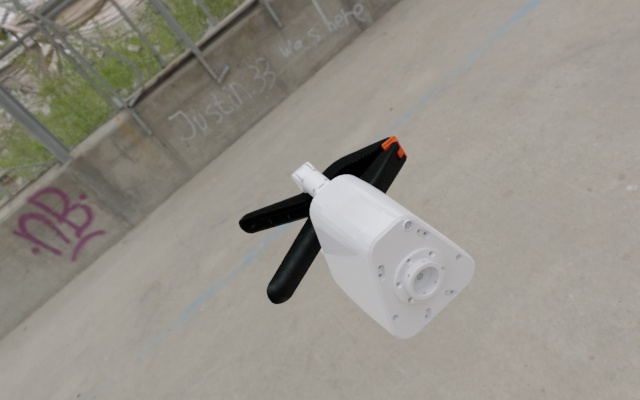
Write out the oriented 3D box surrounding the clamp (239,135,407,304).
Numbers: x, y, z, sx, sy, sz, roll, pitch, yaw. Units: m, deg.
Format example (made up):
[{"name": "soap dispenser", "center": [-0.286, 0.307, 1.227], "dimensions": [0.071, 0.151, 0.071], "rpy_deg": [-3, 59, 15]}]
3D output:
[{"name": "clamp", "center": [0.000, 0.001, 0.524], "dimensions": [0.210, 0.036, 0.164], "rpy_deg": [-42, 32, -6]}]
